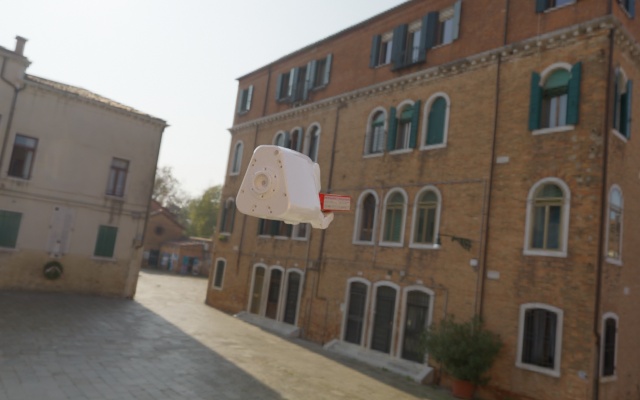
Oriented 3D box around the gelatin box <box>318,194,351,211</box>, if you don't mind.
[{"bbox_3d":[0.000,0.002,0.853,0.073,0.030,0.089,4,1,36],"label":"gelatin box"}]
